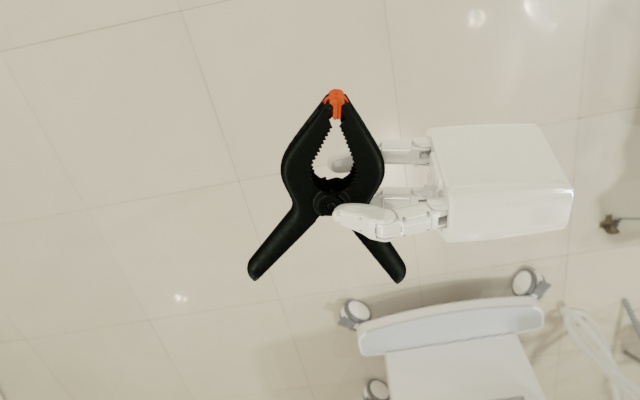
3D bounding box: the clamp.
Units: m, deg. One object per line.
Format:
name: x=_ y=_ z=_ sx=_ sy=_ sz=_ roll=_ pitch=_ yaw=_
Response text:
clamp: x=0.000 y=0.001 z=0.452 sx=0.164 sy=0.210 sz=0.036 roll=-5 pitch=32 yaw=1
